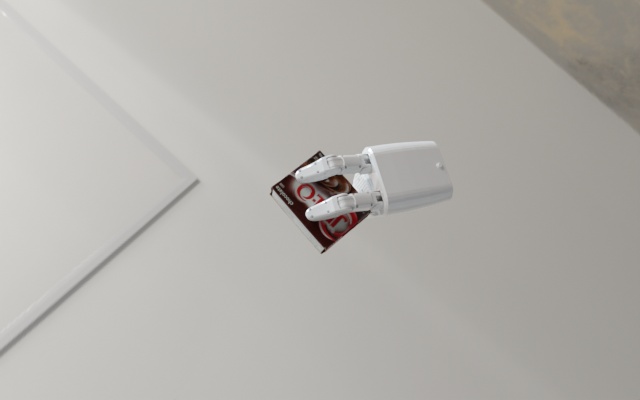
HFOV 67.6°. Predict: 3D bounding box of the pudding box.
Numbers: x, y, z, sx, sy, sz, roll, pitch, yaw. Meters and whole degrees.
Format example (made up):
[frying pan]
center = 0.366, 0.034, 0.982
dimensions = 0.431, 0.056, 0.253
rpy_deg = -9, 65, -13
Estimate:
[pudding box]
center = 0.000, 0.002, 0.652
dimensions = 0.090, 0.113, 0.039
rpy_deg = -39, -9, -21
